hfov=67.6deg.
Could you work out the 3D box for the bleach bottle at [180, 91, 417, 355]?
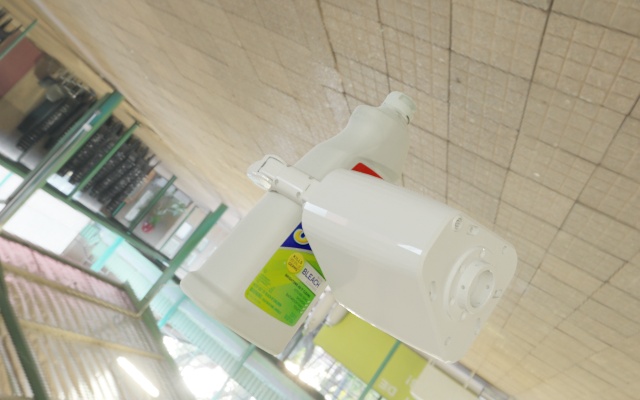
[{"bbox_3d":[0.000,0.001,0.411,0.068,0.250,0.103,22,-19,48],"label":"bleach bottle"}]
